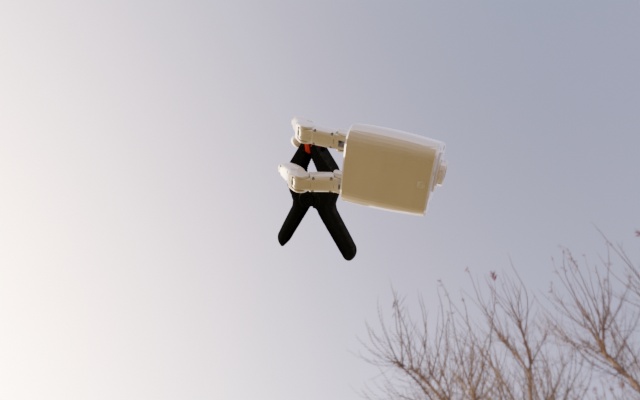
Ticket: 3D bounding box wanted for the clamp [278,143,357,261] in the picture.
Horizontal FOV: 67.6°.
[{"bbox_3d":[0.000,0.002,0.636,0.120,0.171,0.039,15,29,18],"label":"clamp"}]
